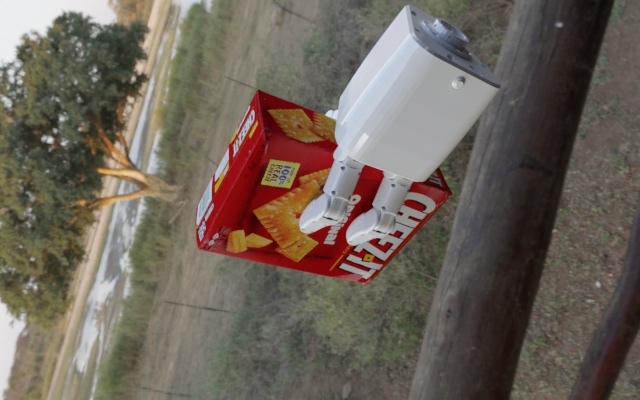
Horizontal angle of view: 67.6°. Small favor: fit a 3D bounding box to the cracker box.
[{"bbox_3d":[0.000,0.001,0.495,0.214,0.072,0.164,16,-51,-27],"label":"cracker box"}]
